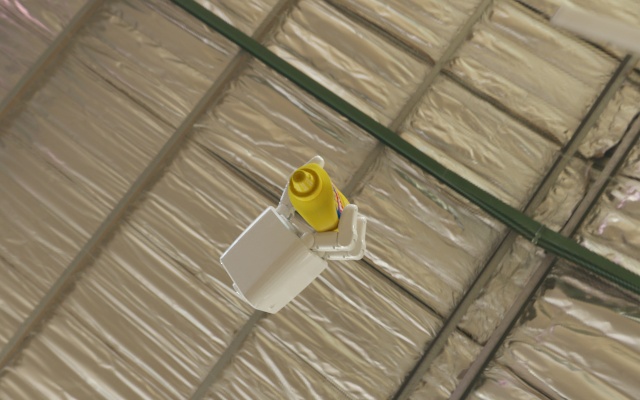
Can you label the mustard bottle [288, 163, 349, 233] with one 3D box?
[{"bbox_3d":[0.000,0.002,0.654,0.058,0.096,0.192,-21,-23,9],"label":"mustard bottle"}]
